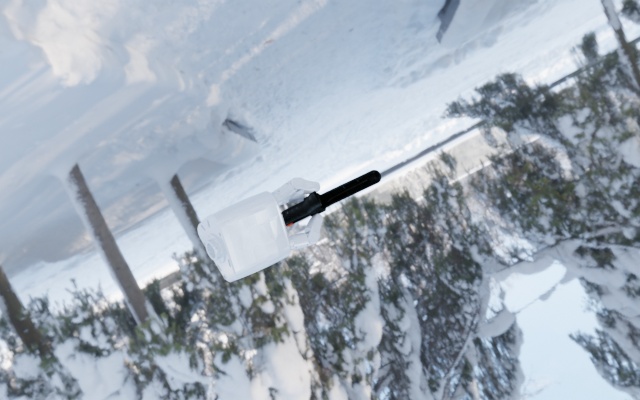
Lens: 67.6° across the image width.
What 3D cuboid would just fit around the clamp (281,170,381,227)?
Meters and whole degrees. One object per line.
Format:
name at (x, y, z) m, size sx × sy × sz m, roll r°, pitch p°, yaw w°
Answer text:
clamp at (0.000, 0.004, 0.845) m, size 0.164 × 0.036 × 0.210 m, roll -21°, pitch -5°, yaw -35°
